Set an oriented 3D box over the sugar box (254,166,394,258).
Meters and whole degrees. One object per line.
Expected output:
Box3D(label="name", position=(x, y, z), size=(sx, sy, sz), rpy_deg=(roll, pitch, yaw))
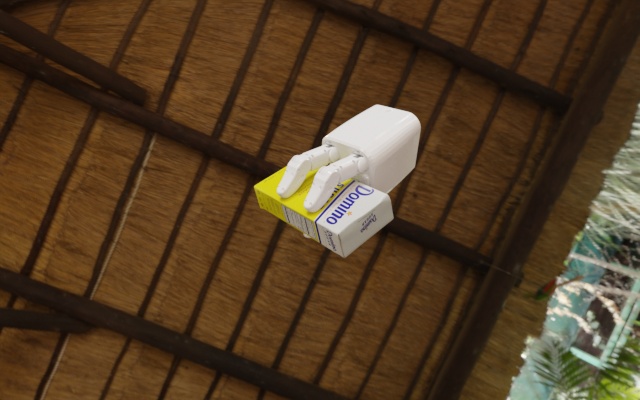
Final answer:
Box3D(label="sugar box", position=(0.000, 0.002, 0.635), size=(0.093, 0.048, 0.176), rpy_deg=(-36, 38, -28))
